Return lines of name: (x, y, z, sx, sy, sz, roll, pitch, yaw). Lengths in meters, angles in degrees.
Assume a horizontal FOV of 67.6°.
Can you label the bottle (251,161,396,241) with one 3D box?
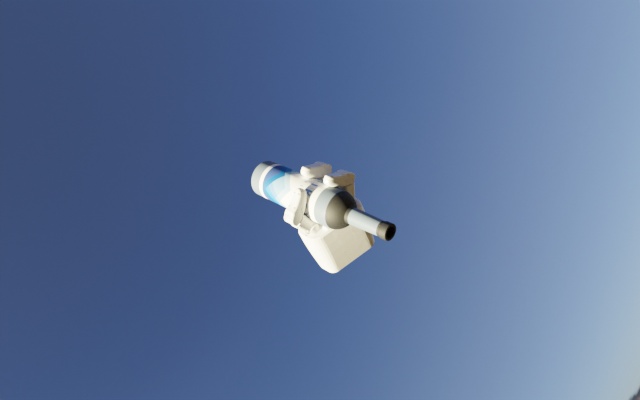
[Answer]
bottle: (0.000, 0.002, 0.792, 0.295, 0.069, 0.069, 23, 16, 41)
